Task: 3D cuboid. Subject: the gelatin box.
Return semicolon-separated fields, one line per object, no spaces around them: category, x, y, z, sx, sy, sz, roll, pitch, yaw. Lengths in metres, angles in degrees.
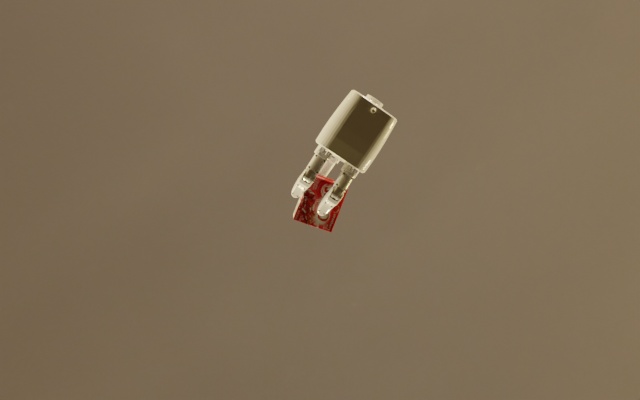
gelatin box;0.000;0.003;0.841;0.073;0.089;0.030;19;16;-8
